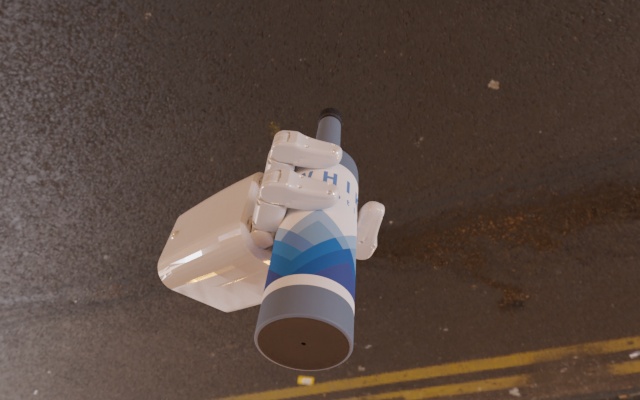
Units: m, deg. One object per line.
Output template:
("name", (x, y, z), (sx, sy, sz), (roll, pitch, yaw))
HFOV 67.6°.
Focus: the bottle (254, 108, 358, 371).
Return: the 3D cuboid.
("bottle", (0.000, 0.002, 0.429), (0.069, 0.069, 0.295), (0, 40, 6))
